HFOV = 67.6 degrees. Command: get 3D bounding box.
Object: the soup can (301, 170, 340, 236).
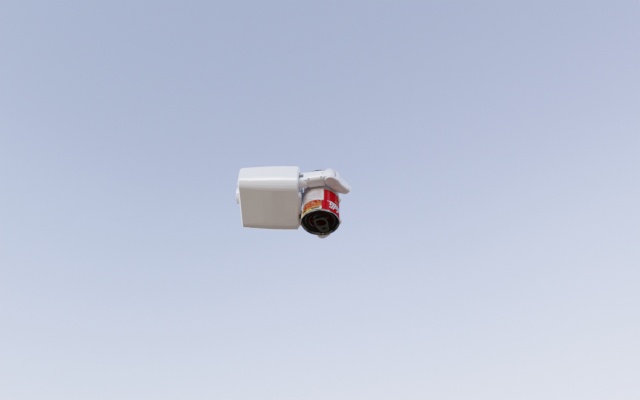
[{"bbox_3d":[0.001,0.003,0.858,0.068,0.102,0.069,1,-43,1],"label":"soup can"}]
